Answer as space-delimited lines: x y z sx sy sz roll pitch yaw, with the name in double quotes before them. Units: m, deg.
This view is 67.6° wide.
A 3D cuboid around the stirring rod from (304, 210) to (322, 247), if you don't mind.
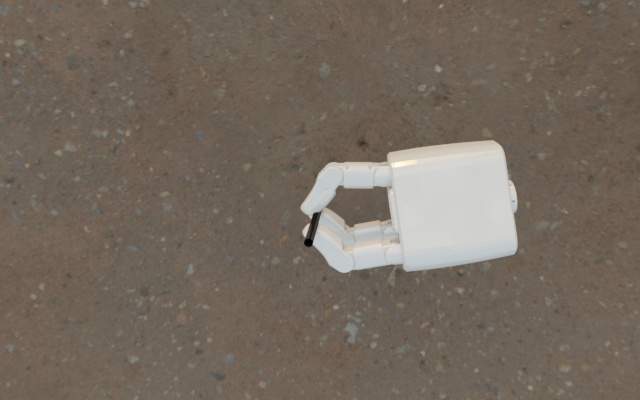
"stirring rod" 0.000 0.002 0.524 0.011 0.011 0.239 0 17 5
